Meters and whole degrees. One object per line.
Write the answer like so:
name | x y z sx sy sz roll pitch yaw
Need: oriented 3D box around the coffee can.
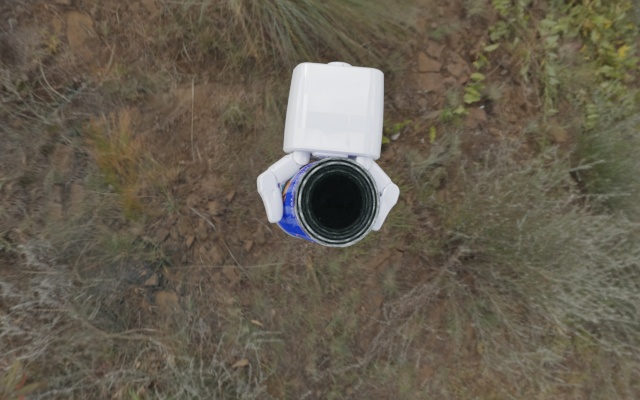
coffee can | 0.000 0.002 0.601 0.103 0.103 0.140 0 0 -17
